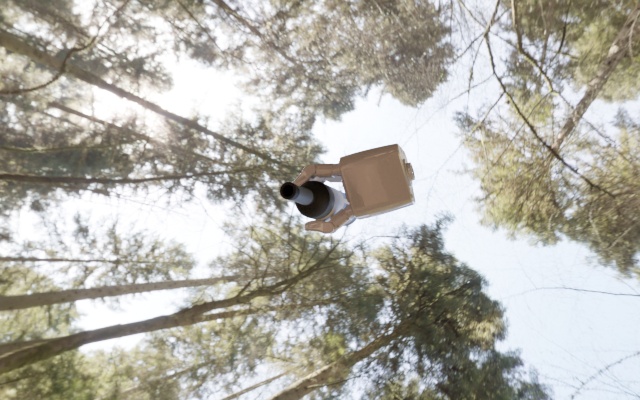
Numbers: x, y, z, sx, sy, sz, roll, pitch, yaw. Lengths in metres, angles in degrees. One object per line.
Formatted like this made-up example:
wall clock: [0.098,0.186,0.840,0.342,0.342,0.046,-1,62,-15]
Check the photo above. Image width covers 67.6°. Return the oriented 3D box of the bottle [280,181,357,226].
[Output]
bottle: [0.000,0.003,0.863,0.069,0.069,0.296,0,-7,20]
